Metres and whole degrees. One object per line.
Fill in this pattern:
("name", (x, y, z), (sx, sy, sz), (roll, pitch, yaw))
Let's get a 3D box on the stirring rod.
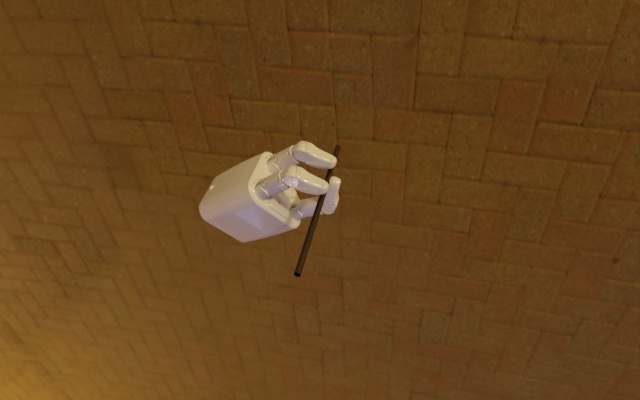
("stirring rod", (0.000, 0.002, 0.613), (0.011, 0.011, 0.239), (0, 42, 17))
